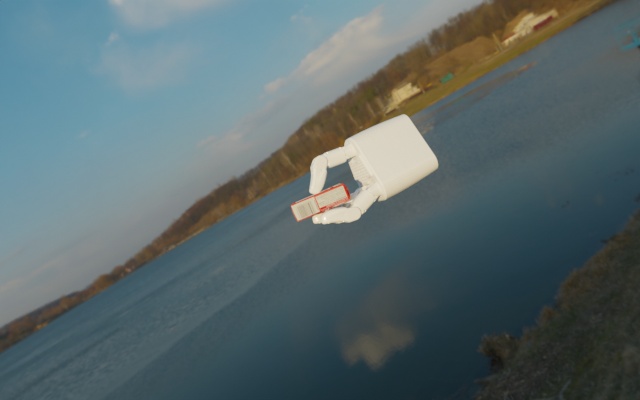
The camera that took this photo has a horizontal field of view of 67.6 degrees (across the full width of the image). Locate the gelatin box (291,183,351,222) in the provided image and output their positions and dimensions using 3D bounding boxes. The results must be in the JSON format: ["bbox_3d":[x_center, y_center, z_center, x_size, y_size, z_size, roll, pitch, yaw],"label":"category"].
[{"bbox_3d":[0.000,0.002,0.740,0.089,0.030,0.073,-22,2,-1],"label":"gelatin box"}]
